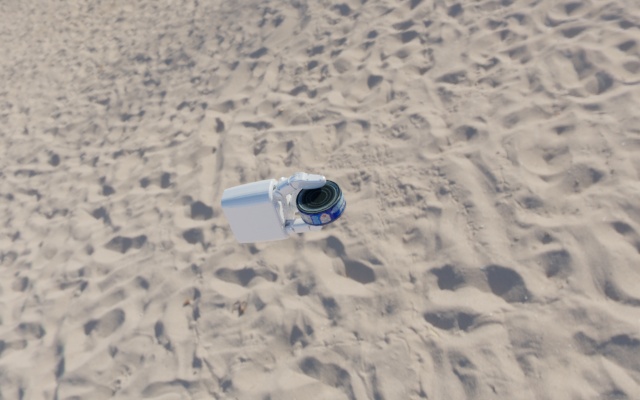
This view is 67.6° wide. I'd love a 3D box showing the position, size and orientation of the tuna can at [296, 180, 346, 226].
[{"bbox_3d":[0.000,0.002,0.842,0.086,0.086,0.034,0,-44,23],"label":"tuna can"}]
